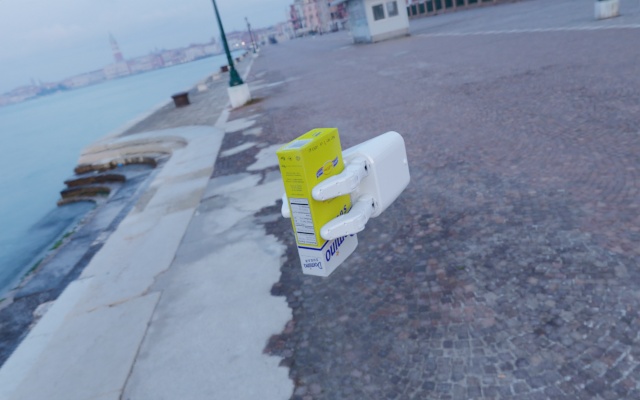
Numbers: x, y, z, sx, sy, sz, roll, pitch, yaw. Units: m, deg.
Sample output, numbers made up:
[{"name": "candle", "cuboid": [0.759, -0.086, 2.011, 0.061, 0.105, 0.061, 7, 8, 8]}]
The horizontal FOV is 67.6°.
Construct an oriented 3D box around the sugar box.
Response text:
[{"name": "sugar box", "cuboid": [0.001, 0.002, 0.631, 0.048, 0.176, 0.093, 1, 25, 35]}]
